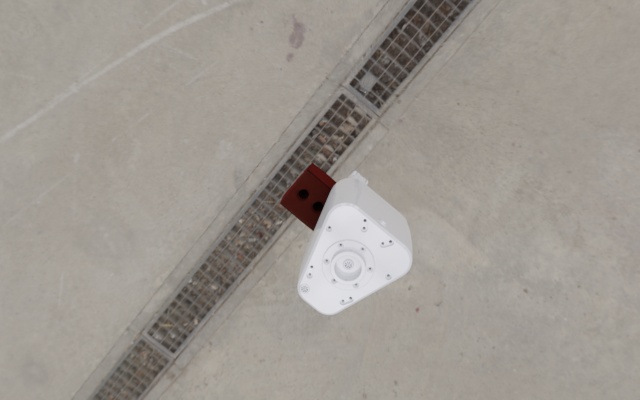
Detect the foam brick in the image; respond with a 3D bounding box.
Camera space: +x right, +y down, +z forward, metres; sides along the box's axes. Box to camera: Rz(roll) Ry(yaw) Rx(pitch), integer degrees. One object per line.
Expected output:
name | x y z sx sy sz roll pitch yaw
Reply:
foam brick | 0.000 0.002 0.563 0.078 0.053 0.051 39 15 -4
